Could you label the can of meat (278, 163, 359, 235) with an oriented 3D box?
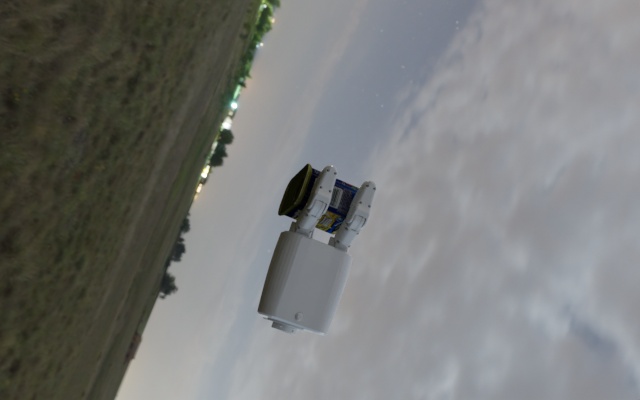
[{"bbox_3d":[0.000,0.002,0.639,0.084,0.057,0.102,23,-21,-14],"label":"can of meat"}]
